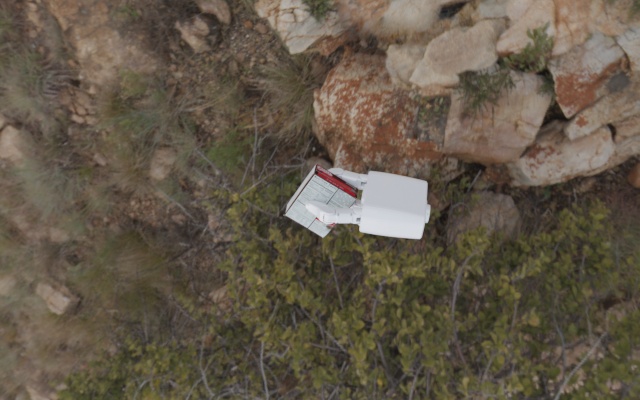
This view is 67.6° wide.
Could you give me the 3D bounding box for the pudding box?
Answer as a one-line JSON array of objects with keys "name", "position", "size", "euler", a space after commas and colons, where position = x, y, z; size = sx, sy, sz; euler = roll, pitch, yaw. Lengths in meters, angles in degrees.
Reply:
[{"name": "pudding box", "position": [0.000, 0.003, 0.850], "size": [0.090, 0.113, 0.039], "euler": [31, 30, -11]}]
